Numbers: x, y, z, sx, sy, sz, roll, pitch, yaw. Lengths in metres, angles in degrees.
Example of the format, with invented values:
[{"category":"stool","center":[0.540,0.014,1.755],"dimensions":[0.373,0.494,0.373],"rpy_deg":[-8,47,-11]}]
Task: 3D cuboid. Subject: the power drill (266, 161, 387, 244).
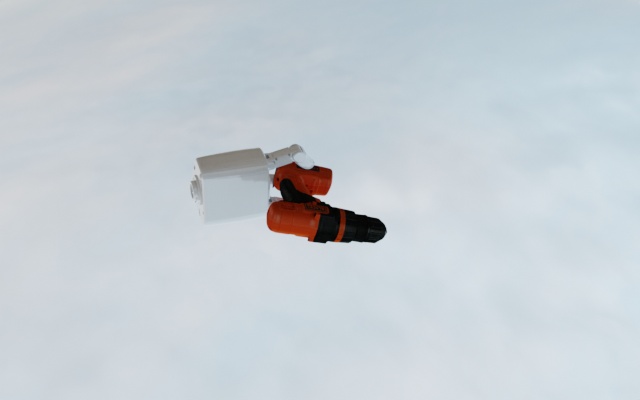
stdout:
[{"category":"power drill","center":[0.000,0.002,0.766],"dimensions":[0.184,0.057,0.187],"rpy_deg":[10,24,-16]}]
